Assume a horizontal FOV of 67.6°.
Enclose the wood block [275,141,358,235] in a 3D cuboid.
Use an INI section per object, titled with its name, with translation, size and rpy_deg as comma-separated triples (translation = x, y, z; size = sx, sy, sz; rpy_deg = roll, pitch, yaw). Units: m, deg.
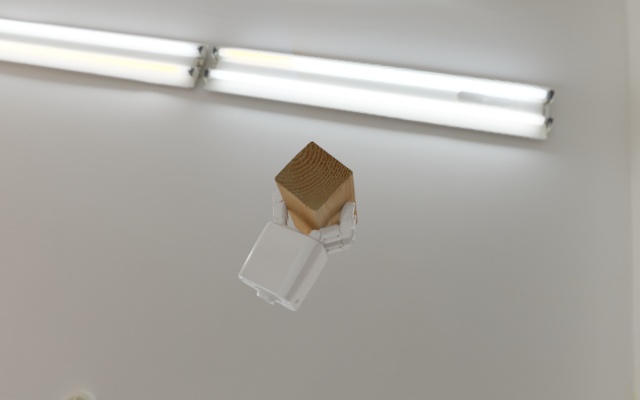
[wood block]
translation = 0.000, 0.003, 0.818
size = 0.091, 0.090, 0.206
rpy_deg = 38, -15, 20
